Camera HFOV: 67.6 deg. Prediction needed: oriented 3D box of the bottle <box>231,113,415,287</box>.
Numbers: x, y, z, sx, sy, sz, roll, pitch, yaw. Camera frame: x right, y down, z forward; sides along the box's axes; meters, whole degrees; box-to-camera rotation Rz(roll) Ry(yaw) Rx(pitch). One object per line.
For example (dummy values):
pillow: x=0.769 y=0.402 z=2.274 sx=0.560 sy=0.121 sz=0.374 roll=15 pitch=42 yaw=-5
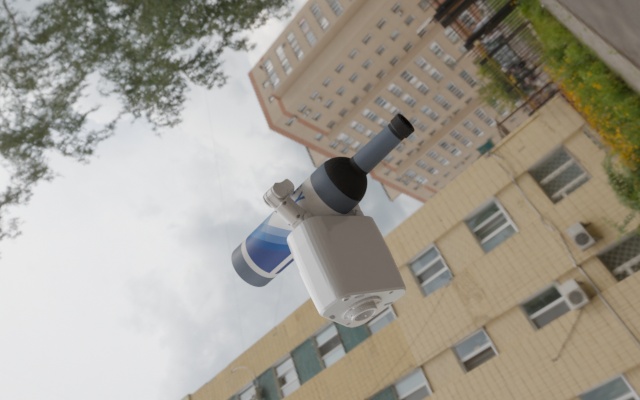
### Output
bottle: x=0.000 y=0.002 z=0.602 sx=0.296 sy=0.069 sz=0.069 roll=-43 pitch=-22 yaw=25
